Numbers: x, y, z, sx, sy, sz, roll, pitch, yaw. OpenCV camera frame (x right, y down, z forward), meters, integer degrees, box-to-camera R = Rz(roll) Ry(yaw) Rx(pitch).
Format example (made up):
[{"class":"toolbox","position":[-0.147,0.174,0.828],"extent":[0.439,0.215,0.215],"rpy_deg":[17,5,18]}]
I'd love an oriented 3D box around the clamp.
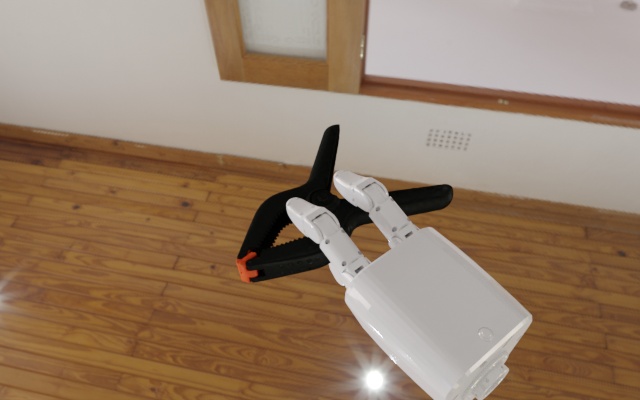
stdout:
[{"class":"clamp","position":[0.000,0.002,0.467],"extent":[0.210,0.036,0.164],"rpy_deg":[-31,50,-23]}]
